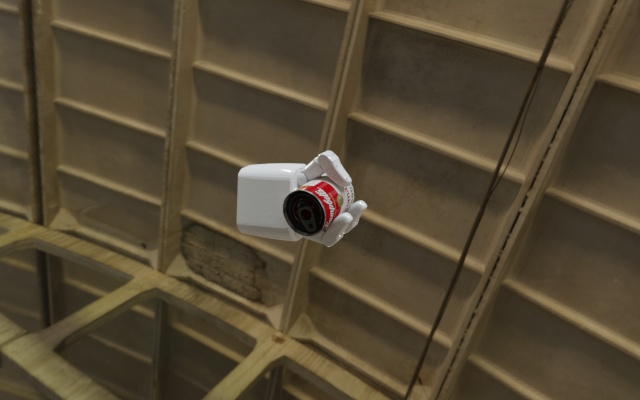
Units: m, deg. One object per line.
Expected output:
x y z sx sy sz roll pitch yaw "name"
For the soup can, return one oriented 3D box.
0.001 0.002 0.699 0.068 0.068 0.102 0 18 30 "soup can"
